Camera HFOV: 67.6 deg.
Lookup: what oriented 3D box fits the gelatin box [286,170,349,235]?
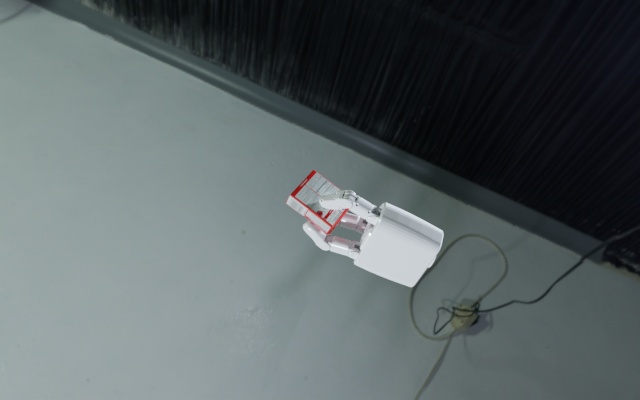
[{"bbox_3d":[0.000,0.002,0.782,0.089,0.073,0.030,37,-37,3],"label":"gelatin box"}]
